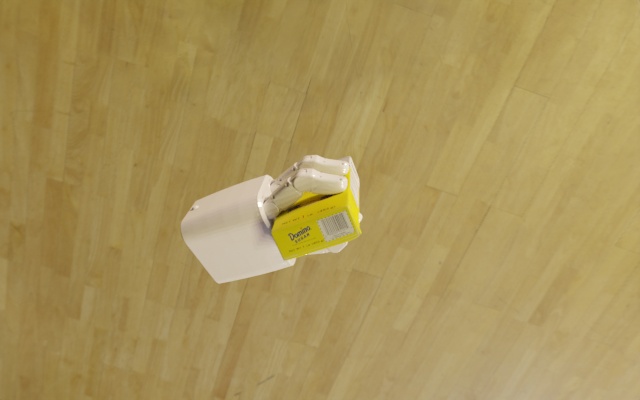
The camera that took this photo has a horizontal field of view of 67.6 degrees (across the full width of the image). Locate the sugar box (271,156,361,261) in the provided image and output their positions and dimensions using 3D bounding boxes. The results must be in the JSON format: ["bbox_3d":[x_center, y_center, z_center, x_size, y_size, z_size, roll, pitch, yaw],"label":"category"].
[{"bbox_3d":[0.000,0.002,0.591,0.093,0.048,0.176,-18,23,11],"label":"sugar box"}]
